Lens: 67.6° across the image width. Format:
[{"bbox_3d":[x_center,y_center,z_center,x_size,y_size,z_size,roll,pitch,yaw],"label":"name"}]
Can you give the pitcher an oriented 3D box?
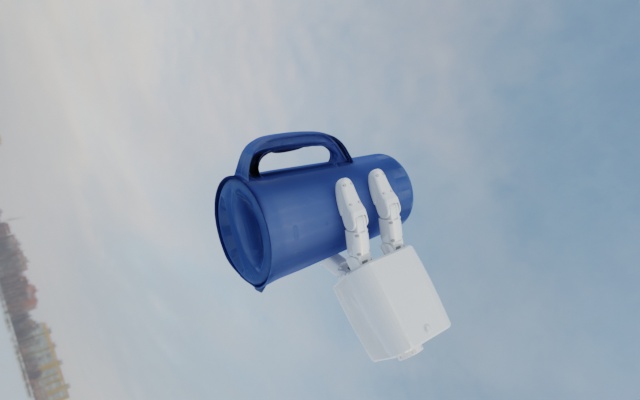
[{"bbox_3d":[0.000,0.002,0.602,0.243,0.145,0.149,-16,-20,-35],"label":"pitcher"}]
